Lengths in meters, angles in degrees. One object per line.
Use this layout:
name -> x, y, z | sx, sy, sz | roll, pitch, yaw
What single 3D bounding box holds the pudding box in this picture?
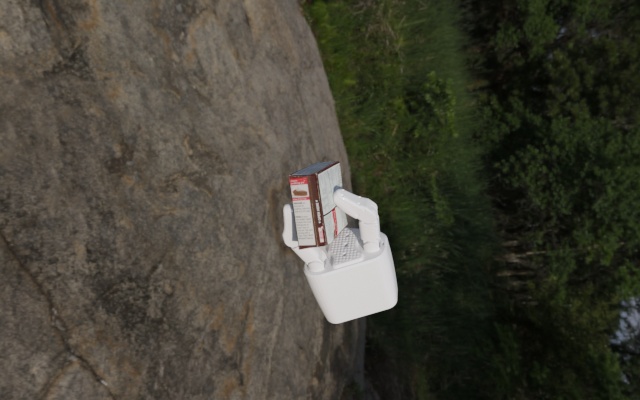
pudding box -> 0.000, 0.002, 0.593 | 0.039, 0.090, 0.113 | -6, 10, 16
